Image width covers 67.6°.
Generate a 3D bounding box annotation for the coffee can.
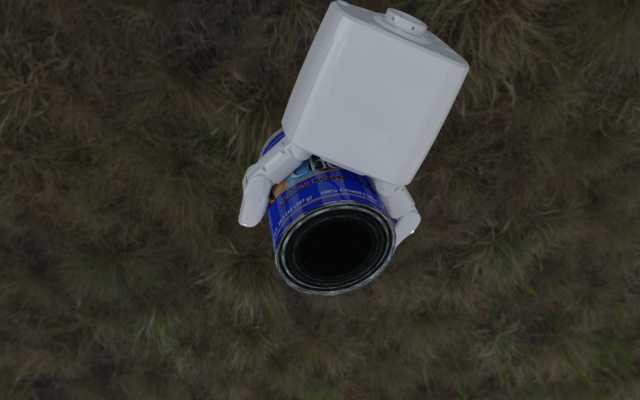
[{"bbox_3d":[0.000,0.001,0.445,0.103,0.103,0.140,0,36,-14],"label":"coffee can"}]
